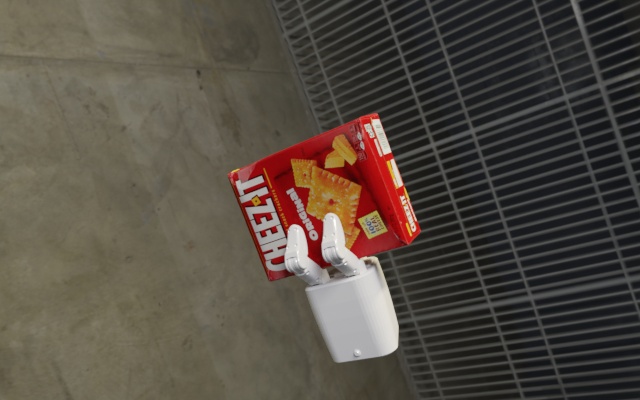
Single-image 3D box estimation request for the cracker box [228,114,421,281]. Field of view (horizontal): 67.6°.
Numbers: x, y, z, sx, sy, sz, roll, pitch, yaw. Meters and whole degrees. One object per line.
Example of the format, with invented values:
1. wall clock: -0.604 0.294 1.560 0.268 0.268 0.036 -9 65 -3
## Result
1. cracker box: 0.000 0.002 0.629 0.214 0.164 0.072 -19 3 28
